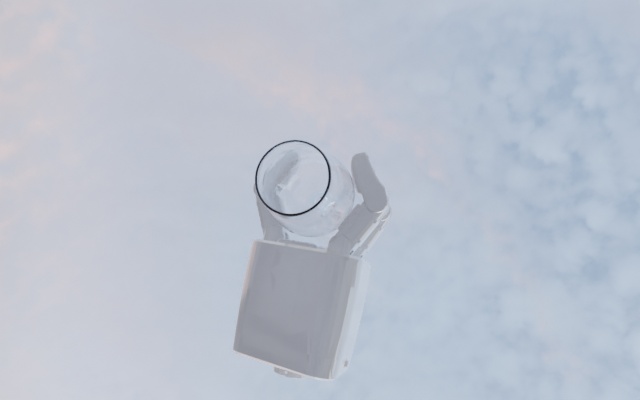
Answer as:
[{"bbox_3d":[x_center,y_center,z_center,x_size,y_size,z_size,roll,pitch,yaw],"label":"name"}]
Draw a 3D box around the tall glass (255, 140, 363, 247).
[{"bbox_3d":[0.000,0.002,0.465,0.079,0.079,0.201,0,-12,13],"label":"tall glass"}]
